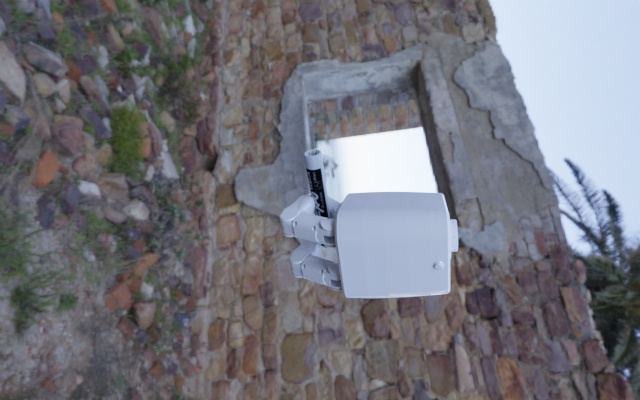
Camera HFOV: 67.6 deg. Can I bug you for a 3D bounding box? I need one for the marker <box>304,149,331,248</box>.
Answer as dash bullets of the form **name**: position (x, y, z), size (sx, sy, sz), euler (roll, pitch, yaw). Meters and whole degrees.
- **marker**: position (0.000, 0.002, 0.526), size (0.020, 0.121, 0.020), euler (-7, 31, 4)
